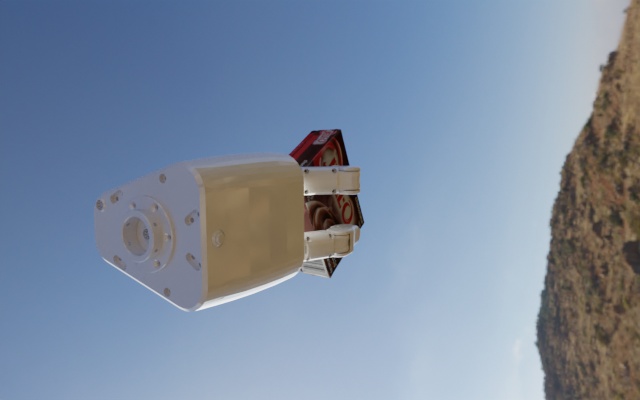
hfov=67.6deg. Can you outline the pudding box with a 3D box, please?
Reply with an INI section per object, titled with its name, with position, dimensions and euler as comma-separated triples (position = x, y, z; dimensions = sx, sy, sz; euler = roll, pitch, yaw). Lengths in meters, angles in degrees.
[pudding box]
position = 0.000, 0.002, 0.453
dimensions = 0.039, 0.114, 0.090
euler = 5, 36, 29
